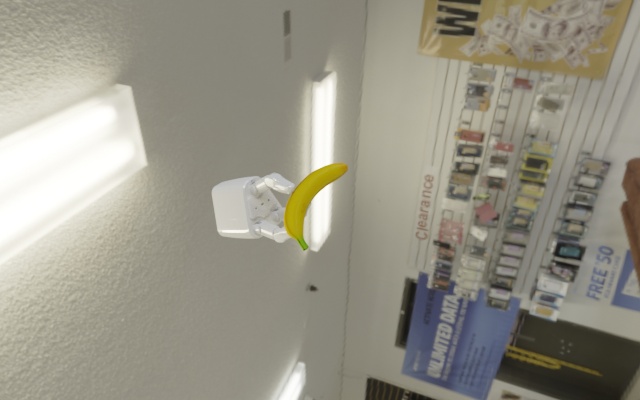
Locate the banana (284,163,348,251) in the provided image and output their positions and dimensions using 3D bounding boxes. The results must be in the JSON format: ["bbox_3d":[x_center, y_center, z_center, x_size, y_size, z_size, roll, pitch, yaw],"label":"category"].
[{"bbox_3d":[-0.016,-0.005,0.860,0.069,0.197,0.037,34,-29,-11],"label":"banana"}]
